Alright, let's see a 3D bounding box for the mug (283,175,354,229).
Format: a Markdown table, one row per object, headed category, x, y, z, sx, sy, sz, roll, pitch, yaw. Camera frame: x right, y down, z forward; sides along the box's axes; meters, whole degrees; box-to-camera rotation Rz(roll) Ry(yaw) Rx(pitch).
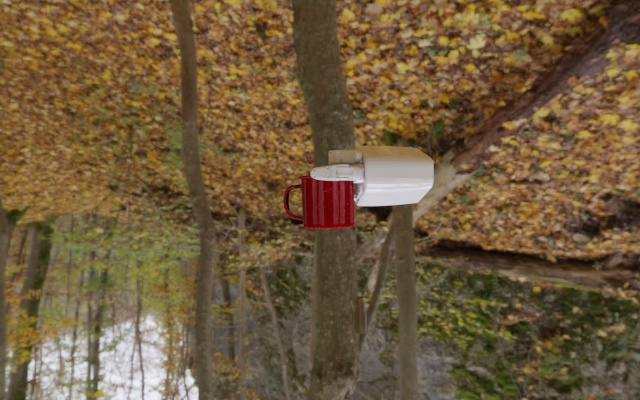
| category | x | y | z | sx | sy | sz | roll | pitch | yaw |
| --- | --- | --- | --- | --- | --- | --- | --- | --- | --- |
| mug | -0.001 | 0.003 | 0.752 | 0.117 | 0.081 | 0.093 | -2 | 0 | -2 |
